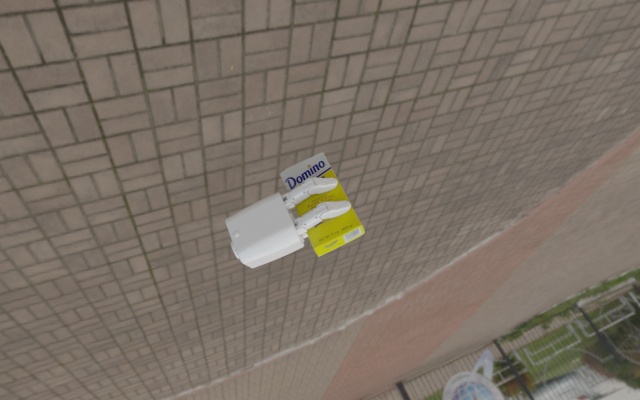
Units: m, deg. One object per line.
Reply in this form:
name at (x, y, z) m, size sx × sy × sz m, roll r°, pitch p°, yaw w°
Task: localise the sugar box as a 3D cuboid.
sugar box at (0.000, 0.003, 0.857) m, size 0.093 × 0.176 × 0.048 m, roll -26°, pitch -29°, yaw -2°
